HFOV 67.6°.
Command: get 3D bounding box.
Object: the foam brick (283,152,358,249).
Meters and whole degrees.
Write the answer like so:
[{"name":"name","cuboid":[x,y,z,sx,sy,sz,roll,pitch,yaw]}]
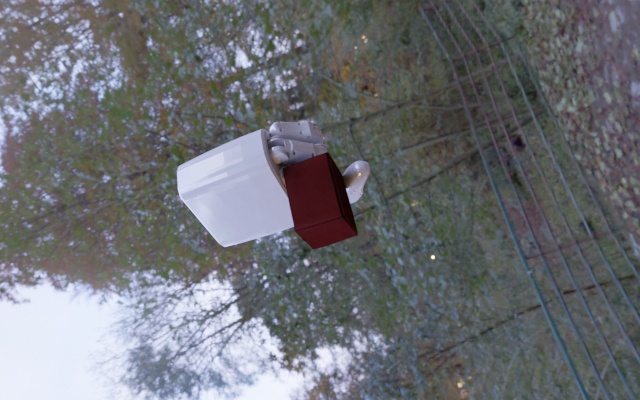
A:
[{"name":"foam brick","cuboid":[0.000,0.002,0.487,0.051,0.078,0.053,-20,-31,11]}]
